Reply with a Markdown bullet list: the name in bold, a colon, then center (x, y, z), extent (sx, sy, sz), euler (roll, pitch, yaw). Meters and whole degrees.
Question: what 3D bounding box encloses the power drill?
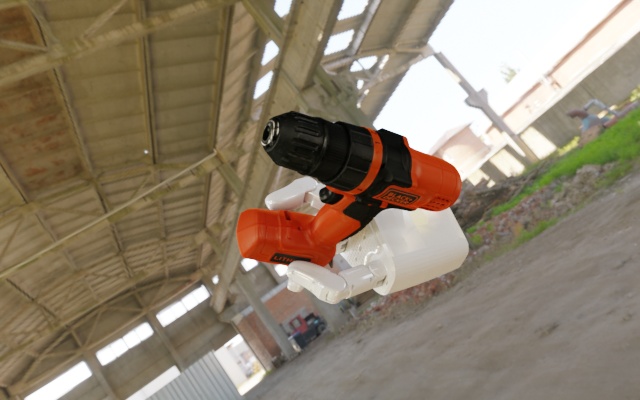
- **power drill**: center (0.000, 0.002, 0.419), extent (0.184, 0.057, 0.188), euler (15, -32, -32)
